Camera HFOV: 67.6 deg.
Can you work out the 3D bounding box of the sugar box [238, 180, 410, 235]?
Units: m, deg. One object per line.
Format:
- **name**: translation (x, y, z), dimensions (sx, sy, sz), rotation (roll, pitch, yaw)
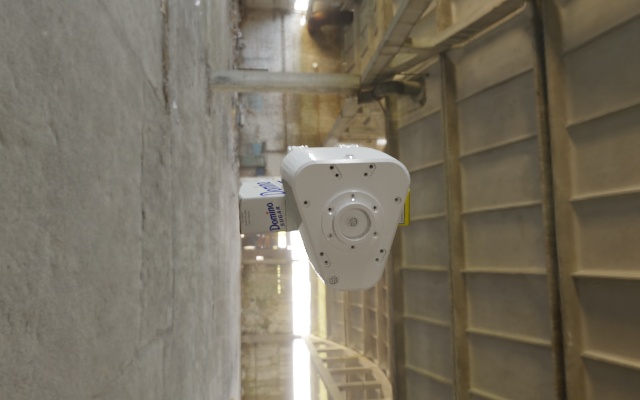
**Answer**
- **sugar box**: translation (0.000, 0.001, 0.524), dimensions (0.176, 0.048, 0.093), rotation (-1, 12, -8)
